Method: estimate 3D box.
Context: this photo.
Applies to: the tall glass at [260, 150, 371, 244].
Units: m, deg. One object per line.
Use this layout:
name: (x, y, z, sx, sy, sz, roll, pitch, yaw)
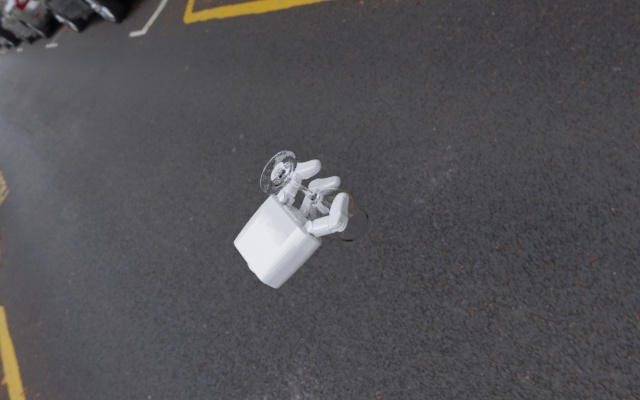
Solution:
tall glass: (0.000, 0.002, 0.764, 0.079, 0.079, 0.201, 0, -27, 45)
